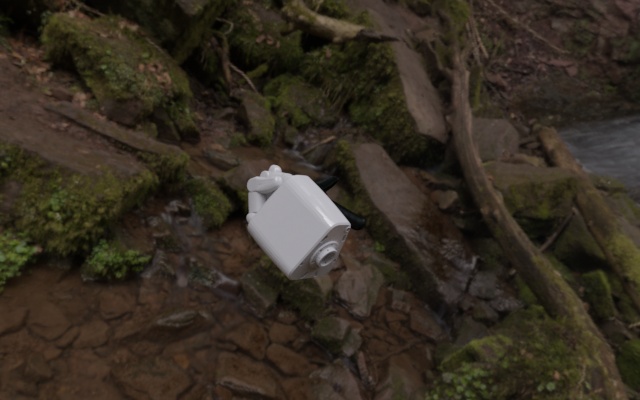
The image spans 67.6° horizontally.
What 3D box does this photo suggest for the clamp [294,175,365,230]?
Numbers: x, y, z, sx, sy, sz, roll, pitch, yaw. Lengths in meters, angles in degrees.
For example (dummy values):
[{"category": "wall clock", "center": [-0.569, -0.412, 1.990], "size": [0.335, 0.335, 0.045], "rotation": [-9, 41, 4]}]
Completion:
[{"category": "clamp", "center": [0.000, 0.002, 0.784], "size": [0.171, 0.039, 0.120], "rotation": [-1, 42, -48]}]
